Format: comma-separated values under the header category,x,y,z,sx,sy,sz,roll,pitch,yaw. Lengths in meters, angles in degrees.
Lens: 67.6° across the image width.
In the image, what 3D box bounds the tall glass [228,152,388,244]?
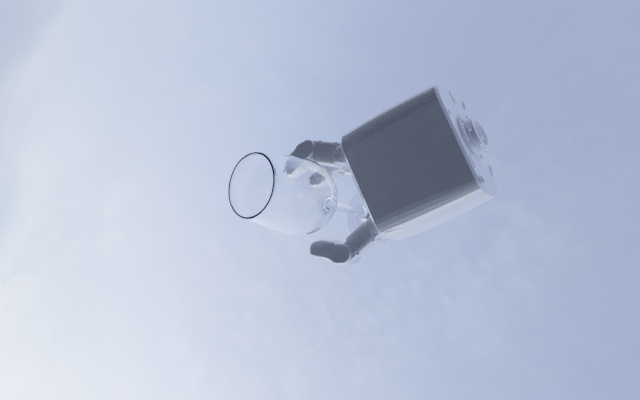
category,x,y,z,sx,sy,sz,roll,pitch,yaw
tall glass,0.000,0.002,0.504,0.079,0.079,0.201,0,-9,40
